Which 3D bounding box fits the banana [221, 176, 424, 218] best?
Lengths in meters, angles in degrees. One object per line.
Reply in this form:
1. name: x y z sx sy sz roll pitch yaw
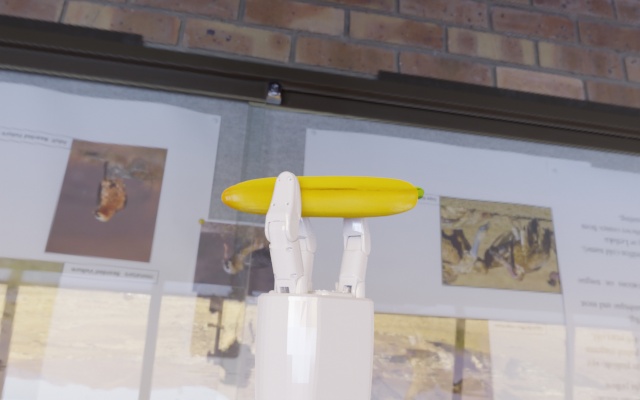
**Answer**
1. banana: 0.004 -0.001 0.437 0.198 0.037 0.069 1 -9 -2
